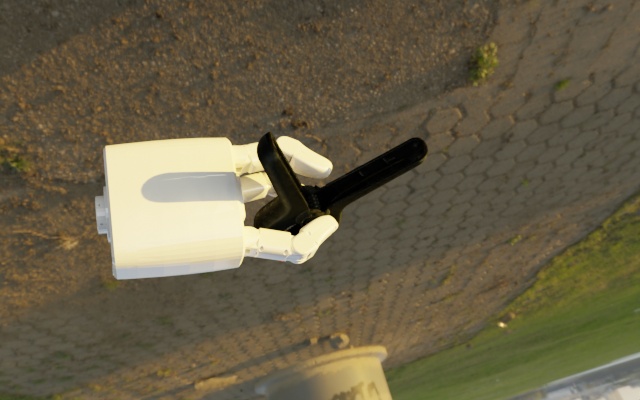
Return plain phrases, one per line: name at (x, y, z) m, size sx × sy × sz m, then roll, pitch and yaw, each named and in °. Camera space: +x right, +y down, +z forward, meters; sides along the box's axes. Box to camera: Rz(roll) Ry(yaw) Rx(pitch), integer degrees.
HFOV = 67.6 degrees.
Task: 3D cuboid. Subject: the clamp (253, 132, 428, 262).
clamp at (0.000, 0.003, 0.473) m, size 0.164 × 0.036 × 0.210 m, roll -5°, pitch -30°, yaw -23°
